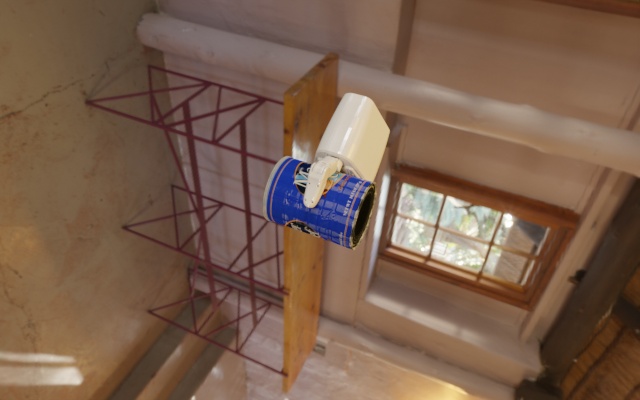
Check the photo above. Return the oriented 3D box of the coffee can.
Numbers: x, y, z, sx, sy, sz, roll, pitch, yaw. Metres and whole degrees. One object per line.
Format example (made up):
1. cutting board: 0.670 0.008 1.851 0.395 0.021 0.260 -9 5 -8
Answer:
1. coffee can: 0.000 0.002 0.704 0.140 0.103 0.103 18 5 17
